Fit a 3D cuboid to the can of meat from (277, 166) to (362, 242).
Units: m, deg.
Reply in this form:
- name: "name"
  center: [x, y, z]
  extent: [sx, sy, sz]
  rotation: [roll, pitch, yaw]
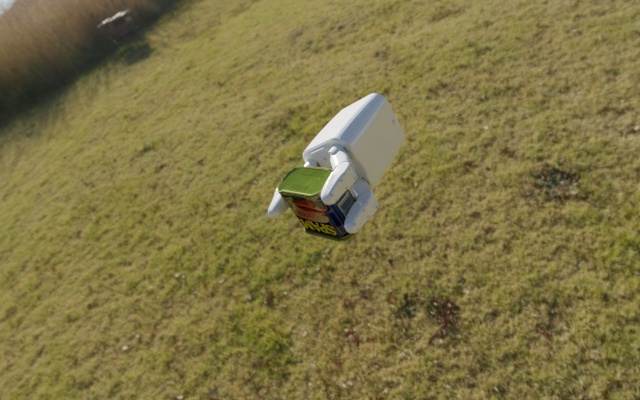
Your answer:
- name: "can of meat"
  center: [0.000, 0.002, 0.640]
  extent: [0.102, 0.057, 0.084]
  rotation: [10, -38, 49]
